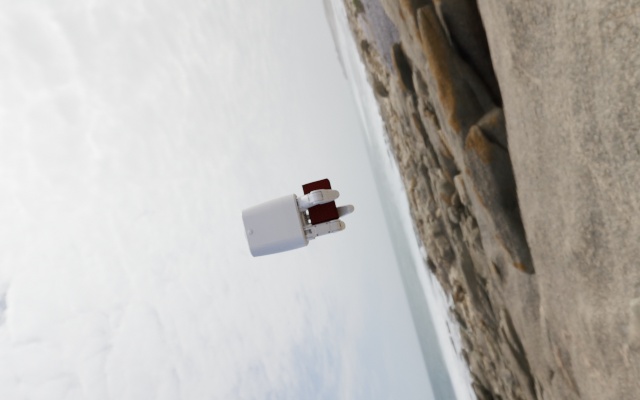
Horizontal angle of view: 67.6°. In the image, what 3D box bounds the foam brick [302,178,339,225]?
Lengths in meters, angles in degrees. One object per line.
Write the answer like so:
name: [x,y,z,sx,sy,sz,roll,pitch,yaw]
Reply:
foam brick: [0.000,0.003,0.892,0.051,0.078,0.053,-15,-7,5]
